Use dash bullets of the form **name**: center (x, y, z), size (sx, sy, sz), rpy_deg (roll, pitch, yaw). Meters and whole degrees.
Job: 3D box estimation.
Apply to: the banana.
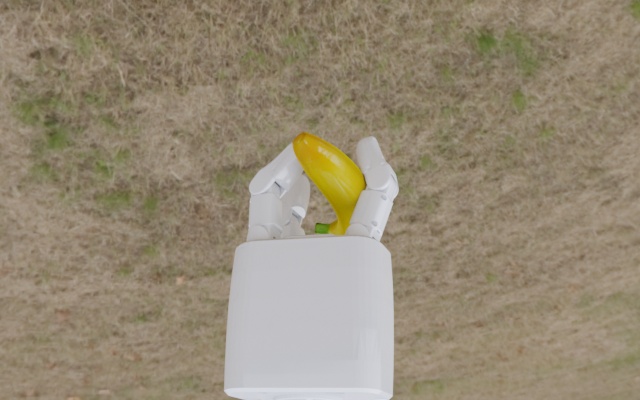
- **banana**: center (0.019, 0.006, 0.423), size (0.069, 0.037, 0.198), rpy_deg (10, -24, 8)
